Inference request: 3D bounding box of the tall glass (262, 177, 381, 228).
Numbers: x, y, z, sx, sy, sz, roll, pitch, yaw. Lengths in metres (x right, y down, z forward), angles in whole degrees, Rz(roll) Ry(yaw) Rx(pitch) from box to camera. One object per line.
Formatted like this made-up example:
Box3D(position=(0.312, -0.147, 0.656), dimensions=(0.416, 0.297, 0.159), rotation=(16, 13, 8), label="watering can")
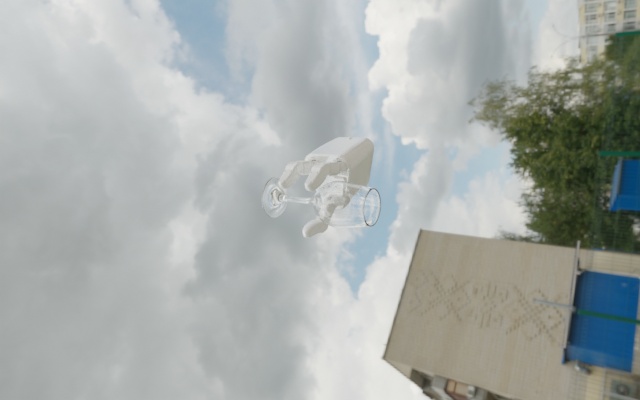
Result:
Box3D(position=(-0.001, 0.003, 0.815), dimensions=(0.201, 0.079, 0.079), rotation=(6, 3, 33), label="tall glass")
